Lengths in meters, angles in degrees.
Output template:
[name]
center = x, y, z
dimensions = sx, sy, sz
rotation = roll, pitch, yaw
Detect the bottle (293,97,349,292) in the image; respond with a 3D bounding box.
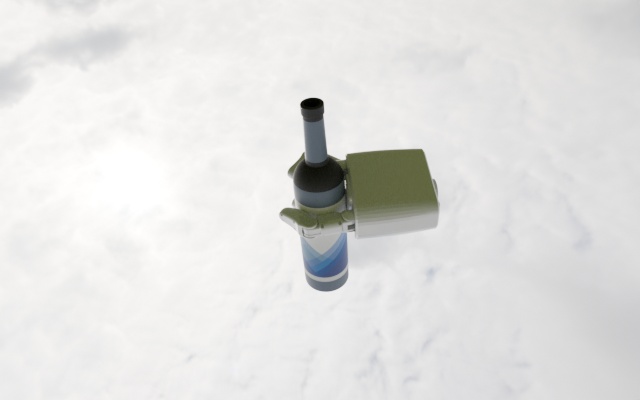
[bottle]
center = 0.000, 0.002, 0.629
dimensions = 0.069, 0.296, 0.069
rotation = -3, 41, 2
